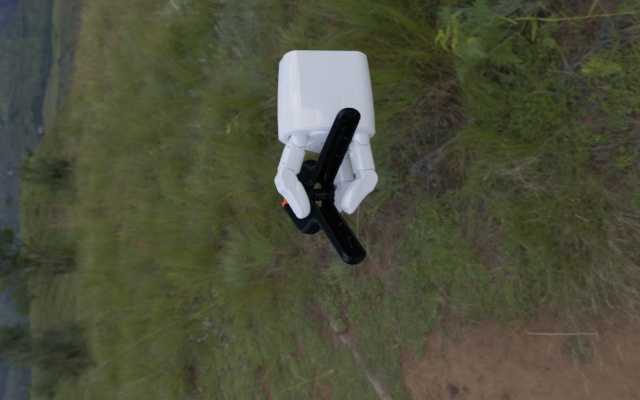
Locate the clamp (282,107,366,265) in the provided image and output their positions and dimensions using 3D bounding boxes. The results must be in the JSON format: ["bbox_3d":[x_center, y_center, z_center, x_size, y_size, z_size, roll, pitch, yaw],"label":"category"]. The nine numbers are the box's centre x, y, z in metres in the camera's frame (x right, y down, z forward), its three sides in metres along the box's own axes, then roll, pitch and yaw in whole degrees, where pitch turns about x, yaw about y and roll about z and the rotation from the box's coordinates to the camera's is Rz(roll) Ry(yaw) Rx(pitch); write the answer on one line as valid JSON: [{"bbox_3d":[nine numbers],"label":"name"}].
[{"bbox_3d":[-0.001,0.002,0.575,0.036,0.164,0.210,2,-13,-22],"label":"clamp"}]
